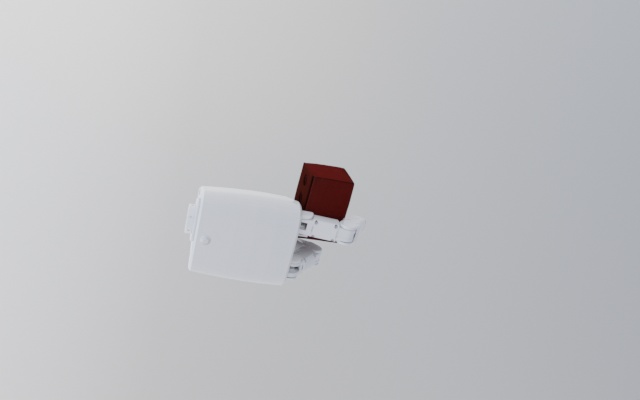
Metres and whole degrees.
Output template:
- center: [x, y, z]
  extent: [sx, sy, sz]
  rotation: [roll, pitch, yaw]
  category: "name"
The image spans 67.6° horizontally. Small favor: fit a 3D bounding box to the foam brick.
- center: [0.000, 0.002, 0.553]
  extent: [0.051, 0.078, 0.053]
  rotation: [10, 19, -16]
  category: "foam brick"
